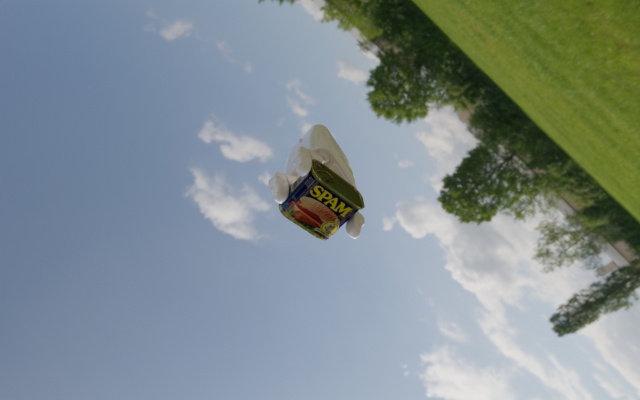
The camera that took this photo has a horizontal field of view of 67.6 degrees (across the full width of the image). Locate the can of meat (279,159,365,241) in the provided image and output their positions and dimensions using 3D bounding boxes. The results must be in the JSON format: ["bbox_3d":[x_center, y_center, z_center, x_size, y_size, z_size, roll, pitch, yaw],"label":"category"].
[{"bbox_3d":[0.000,0.003,0.717,0.102,0.084,0.057,35,24,-22],"label":"can of meat"}]
